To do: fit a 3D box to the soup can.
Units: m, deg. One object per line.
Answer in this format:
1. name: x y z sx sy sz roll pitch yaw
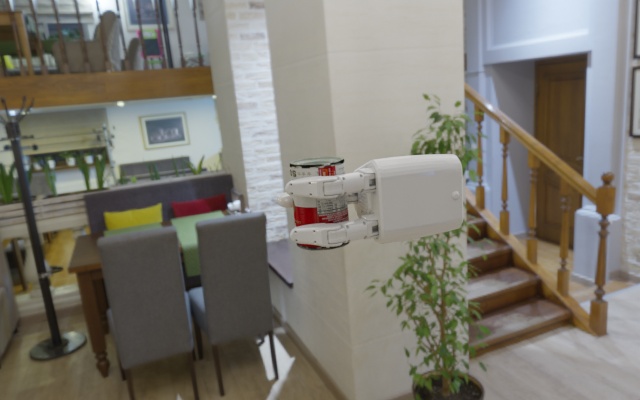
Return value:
1. soup can: 0.000 0.002 0.577 0.068 0.102 0.068 -5 12 1
